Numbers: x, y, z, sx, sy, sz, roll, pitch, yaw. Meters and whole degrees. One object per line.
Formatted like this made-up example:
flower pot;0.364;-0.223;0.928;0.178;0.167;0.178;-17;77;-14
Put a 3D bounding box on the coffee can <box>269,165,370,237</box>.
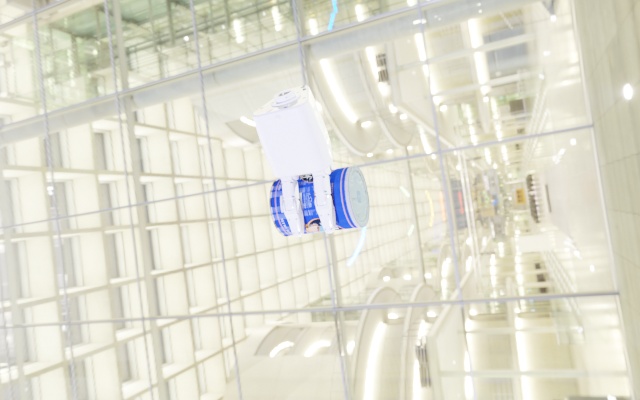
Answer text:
coffee can;0.000;0.003;0.798;0.140;0.103;0.103;-8;-3;22
